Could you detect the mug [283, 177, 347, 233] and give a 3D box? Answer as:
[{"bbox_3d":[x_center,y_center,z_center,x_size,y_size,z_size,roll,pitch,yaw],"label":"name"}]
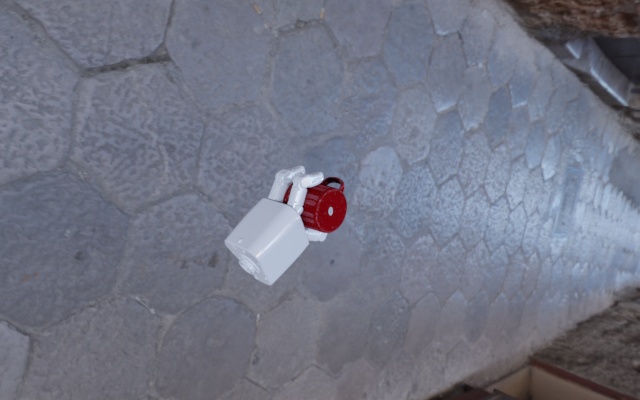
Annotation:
[{"bbox_3d":[0.001,0.002,0.860,0.081,0.093,0.117,16,55,44],"label":"mug"}]
